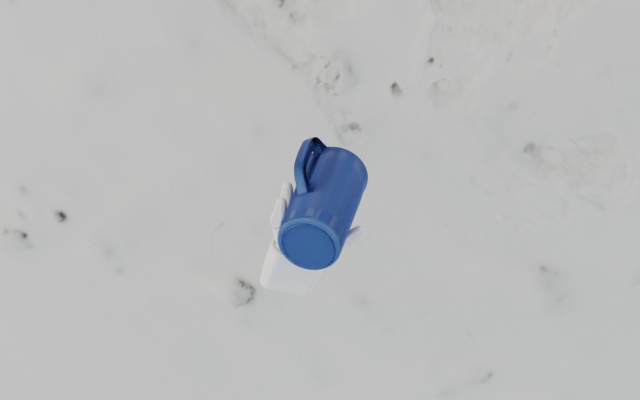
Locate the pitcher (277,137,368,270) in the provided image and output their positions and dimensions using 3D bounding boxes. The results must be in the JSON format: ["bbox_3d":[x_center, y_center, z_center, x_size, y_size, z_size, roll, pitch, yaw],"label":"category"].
[{"bbox_3d":[0.000,0.003,0.864,0.149,0.145,0.242,24,35,-1],"label":"pitcher"}]
